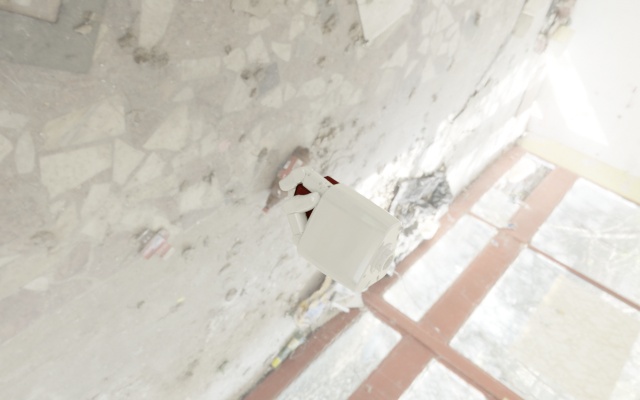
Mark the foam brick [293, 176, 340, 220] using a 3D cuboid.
[{"bbox_3d":[0.000,0.002,0.715,0.051,0.053,0.078,33,30,27],"label":"foam brick"}]
